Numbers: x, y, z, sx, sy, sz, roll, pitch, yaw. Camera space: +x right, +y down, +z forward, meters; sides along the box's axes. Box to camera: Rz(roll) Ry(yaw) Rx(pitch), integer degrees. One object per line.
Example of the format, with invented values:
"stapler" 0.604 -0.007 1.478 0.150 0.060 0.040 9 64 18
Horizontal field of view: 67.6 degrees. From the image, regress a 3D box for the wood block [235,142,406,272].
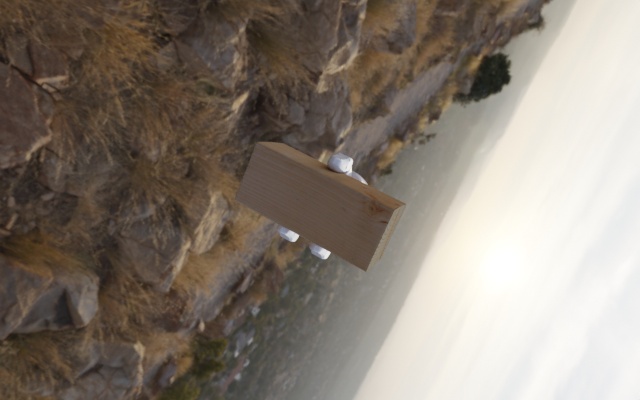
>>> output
"wood block" 0.000 0.002 0.658 0.206 0.091 0.090 27 13 16
